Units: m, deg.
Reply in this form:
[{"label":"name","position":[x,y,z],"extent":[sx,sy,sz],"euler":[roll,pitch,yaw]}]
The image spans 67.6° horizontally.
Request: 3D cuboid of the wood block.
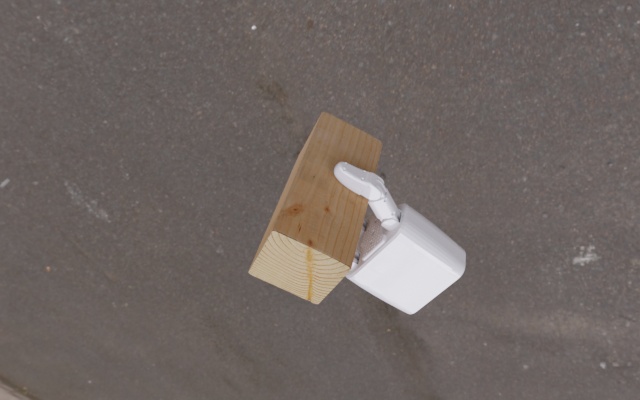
[{"label":"wood block","position":[0.001,0.002,0.568],"extent":[0.090,0.206,0.091],"euler":[26,-44,-8]}]
